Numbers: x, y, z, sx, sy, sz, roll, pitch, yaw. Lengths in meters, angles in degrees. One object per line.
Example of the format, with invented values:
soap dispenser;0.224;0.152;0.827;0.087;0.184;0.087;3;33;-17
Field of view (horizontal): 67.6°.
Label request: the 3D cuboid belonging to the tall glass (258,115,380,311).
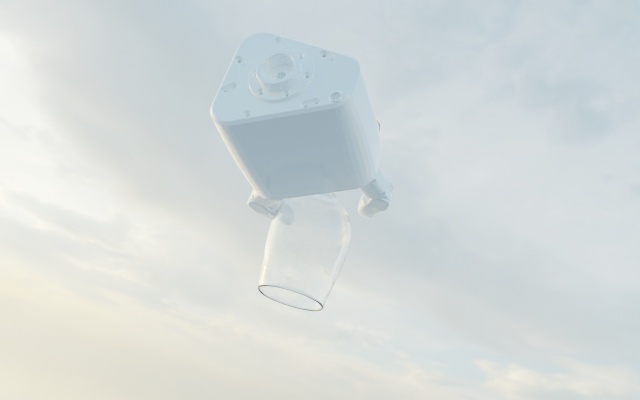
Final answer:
tall glass;0.000;0.001;0.467;0.079;0.201;0.079;14;-25;7
